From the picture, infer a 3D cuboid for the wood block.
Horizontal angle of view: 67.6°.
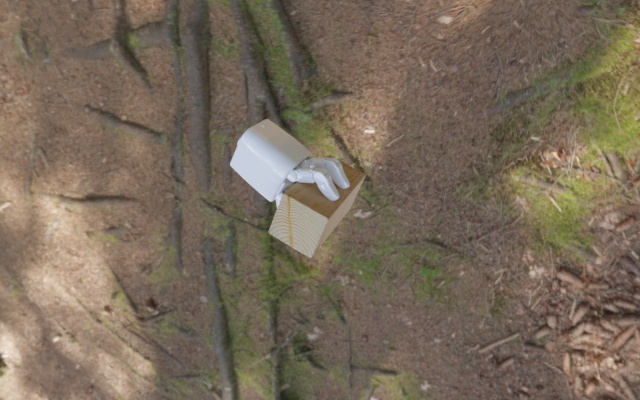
[{"bbox_3d":[0.000,0.003,0.884,0.090,0.091,0.206,30,32,9],"label":"wood block"}]
